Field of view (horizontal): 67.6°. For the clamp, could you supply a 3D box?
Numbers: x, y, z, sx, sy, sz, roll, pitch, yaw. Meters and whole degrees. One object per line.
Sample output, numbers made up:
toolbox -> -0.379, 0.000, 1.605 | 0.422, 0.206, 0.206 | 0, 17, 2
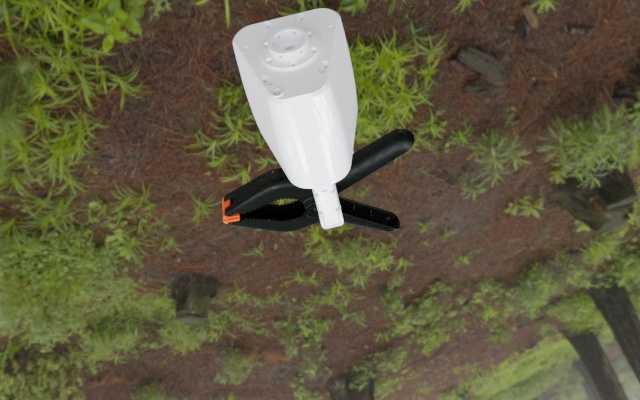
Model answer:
clamp -> 0.000, 0.002, 0.527 | 0.210, 0.036, 0.165 | -12, -37, 3
